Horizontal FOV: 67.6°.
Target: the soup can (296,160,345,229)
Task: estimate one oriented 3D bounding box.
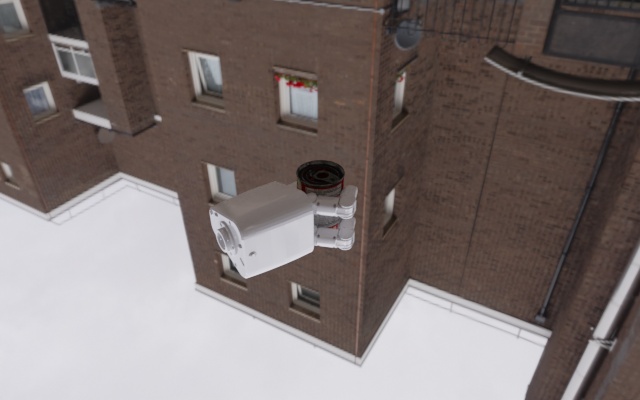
[{"bbox_3d":[0.000,0.002,0.691,0.068,0.102,0.068,0,35,0],"label":"soup can"}]
